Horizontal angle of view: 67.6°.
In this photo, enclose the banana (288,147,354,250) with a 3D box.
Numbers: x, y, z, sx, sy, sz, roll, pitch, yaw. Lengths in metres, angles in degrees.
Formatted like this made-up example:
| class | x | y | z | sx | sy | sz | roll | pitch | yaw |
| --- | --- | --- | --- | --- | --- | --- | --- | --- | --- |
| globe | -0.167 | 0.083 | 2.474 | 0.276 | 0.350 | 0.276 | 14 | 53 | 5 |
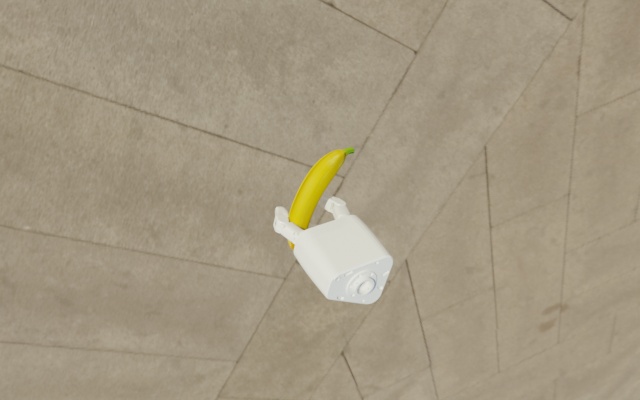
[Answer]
| class | x | y | z | sx | sy | sz | roll | pitch | yaw |
| --- | --- | --- | --- | --- | --- | --- | --- | --- | --- |
| banana | -0.010 | -0.005 | 0.769 | 0.070 | 0.198 | 0.037 | 22 | 12 | -47 |
